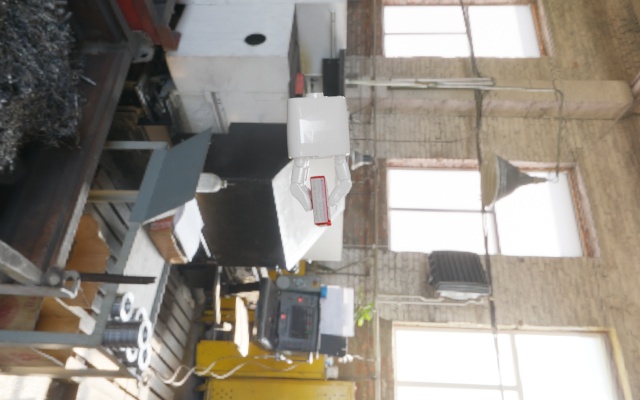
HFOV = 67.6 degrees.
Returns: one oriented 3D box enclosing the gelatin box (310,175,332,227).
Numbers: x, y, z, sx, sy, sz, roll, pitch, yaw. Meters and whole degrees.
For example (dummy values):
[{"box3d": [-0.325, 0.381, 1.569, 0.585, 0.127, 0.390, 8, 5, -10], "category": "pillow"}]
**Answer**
[{"box3d": [0.001, 0.003, 0.884, 0.030, 0.089, 0.073, -7, -7, 4], "category": "gelatin box"}]
